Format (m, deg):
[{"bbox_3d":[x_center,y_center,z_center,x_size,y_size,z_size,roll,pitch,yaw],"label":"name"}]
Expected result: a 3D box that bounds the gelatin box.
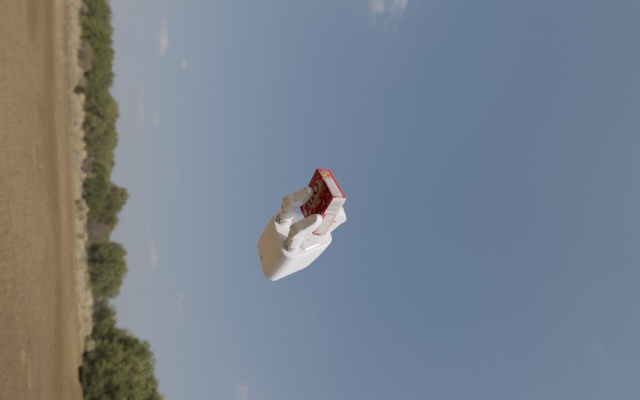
[{"bbox_3d":[0.001,0.002,0.807,0.030,0.089,0.073,3,42,-33],"label":"gelatin box"}]
